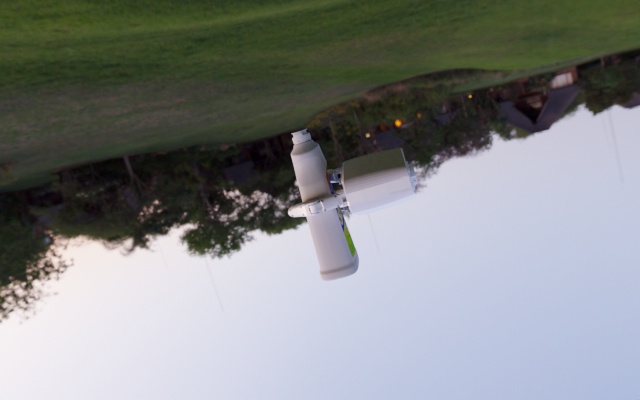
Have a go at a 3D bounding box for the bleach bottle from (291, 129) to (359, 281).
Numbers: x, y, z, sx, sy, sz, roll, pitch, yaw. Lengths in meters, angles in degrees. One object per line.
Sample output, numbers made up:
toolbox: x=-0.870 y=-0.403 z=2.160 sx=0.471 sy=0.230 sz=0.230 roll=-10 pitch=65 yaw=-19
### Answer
bleach bottle: x=0.000 y=0.003 z=0.816 sx=0.068 sy=0.251 sz=0.102 roll=-16 pitch=10 yaw=10
